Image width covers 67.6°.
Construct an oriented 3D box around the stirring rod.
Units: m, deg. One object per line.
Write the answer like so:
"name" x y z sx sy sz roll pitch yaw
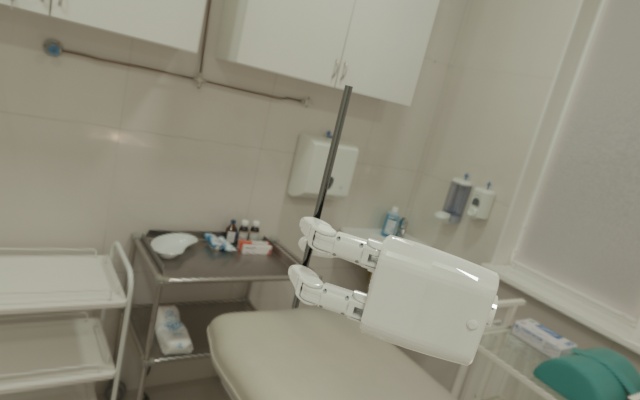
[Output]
"stirring rod" 0.000 0.002 0.494 0.011 0.239 0.011 13 13 -3
